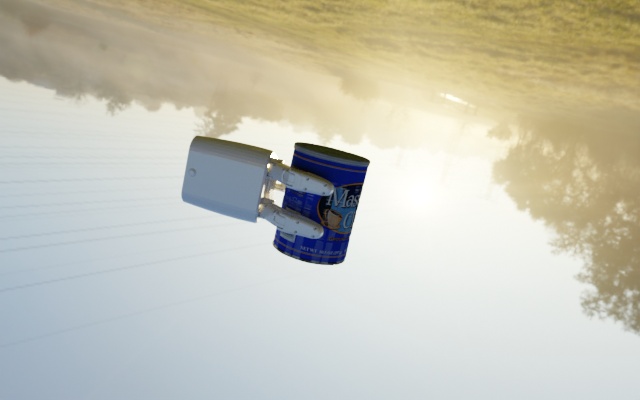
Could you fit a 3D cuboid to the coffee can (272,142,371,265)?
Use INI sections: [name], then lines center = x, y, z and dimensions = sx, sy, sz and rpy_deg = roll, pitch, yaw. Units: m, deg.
[coffee can]
center = 0.000, 0.002, 0.639
dimensions = 0.103, 0.140, 0.102
rpy_deg = 13, 12, -3
